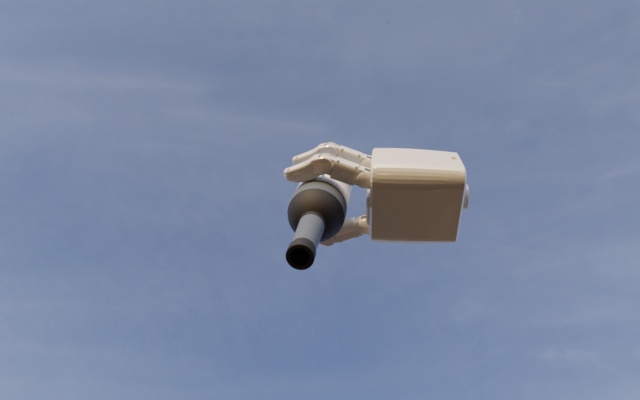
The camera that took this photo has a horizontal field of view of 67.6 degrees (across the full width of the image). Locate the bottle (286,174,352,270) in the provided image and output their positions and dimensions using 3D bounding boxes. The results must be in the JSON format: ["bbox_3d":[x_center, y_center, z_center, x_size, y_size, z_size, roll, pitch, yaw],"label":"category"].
[{"bbox_3d":[0.000,0.002,0.579,0.069,0.069,0.295,0,20,8],"label":"bottle"}]
